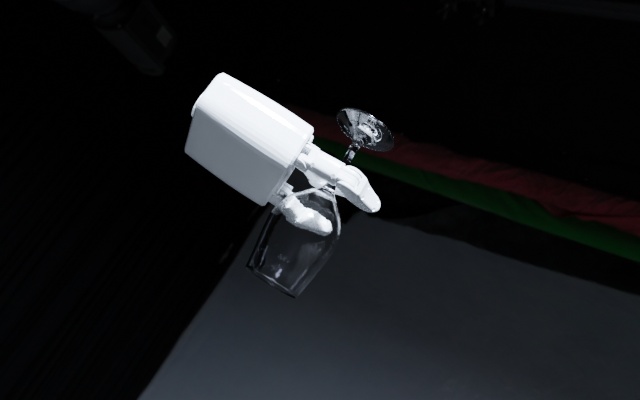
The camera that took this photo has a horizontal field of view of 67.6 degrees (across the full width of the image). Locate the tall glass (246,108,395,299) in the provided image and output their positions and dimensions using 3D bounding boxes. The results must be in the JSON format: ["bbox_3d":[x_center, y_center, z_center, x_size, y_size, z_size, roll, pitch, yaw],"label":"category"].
[{"bbox_3d":[0.001,0.001,0.508,0.079,0.201,0.079,28,-17,9],"label":"tall glass"}]
